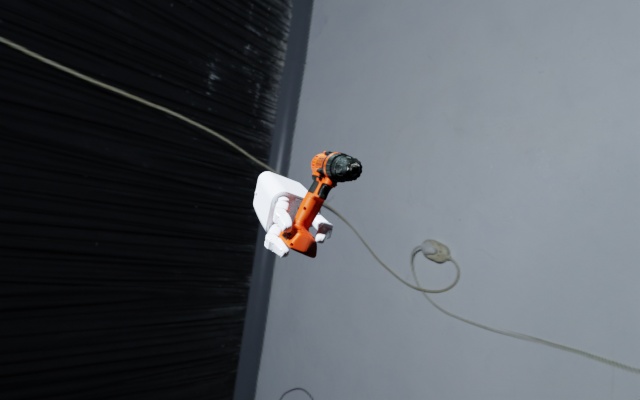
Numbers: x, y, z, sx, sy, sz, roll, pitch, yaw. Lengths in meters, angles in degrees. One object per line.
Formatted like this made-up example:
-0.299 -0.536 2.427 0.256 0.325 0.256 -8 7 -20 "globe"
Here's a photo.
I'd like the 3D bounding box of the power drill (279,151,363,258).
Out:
0.000 0.003 0.839 0.057 0.187 0.184 27 -1 -16 "power drill"
